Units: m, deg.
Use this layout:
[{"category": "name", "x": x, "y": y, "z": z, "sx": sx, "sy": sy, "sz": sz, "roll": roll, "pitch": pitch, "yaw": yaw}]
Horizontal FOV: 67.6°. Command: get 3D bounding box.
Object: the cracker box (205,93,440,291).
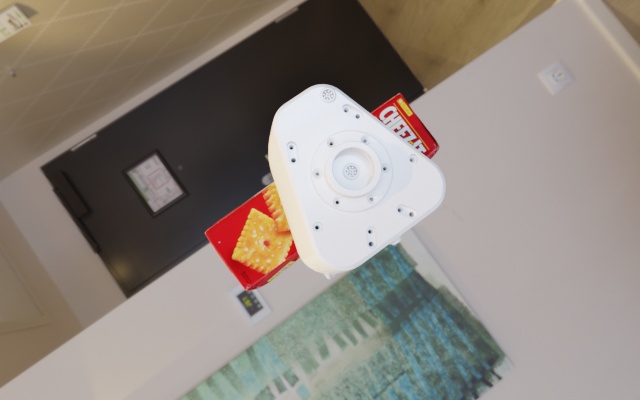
[{"category": "cracker box", "x": 0.000, "y": 0.002, "z": 0.489, "sx": 0.213, "sy": 0.072, "sz": 0.164, "roll": -35, "pitch": -4, "yaw": -8}]
